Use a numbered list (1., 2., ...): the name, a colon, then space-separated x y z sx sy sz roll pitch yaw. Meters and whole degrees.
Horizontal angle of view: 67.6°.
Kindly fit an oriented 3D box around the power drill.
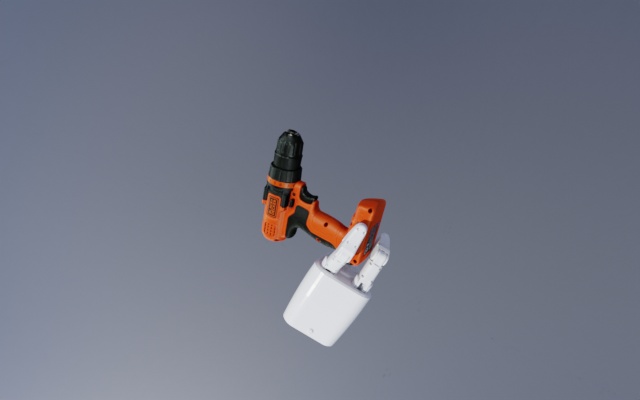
1. power drill: 0.000 0.003 0.721 0.187 0.184 0.057 23 29 22
